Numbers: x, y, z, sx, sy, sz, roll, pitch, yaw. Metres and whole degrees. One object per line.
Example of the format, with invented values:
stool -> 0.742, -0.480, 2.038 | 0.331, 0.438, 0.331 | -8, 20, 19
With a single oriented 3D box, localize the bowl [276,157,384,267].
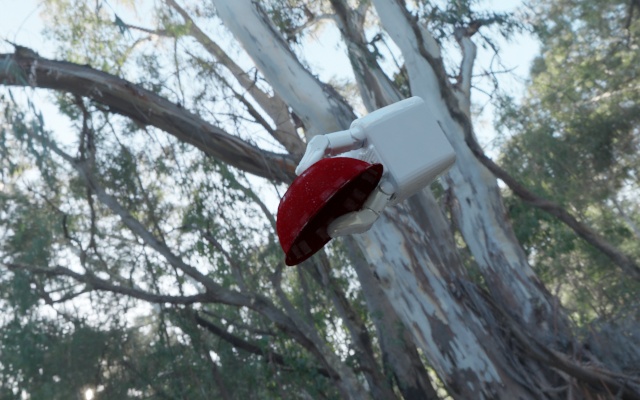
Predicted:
bowl -> -0.001, 0.002, 0.563 | 0.055, 0.162, 0.162 | 43, 13, 15
